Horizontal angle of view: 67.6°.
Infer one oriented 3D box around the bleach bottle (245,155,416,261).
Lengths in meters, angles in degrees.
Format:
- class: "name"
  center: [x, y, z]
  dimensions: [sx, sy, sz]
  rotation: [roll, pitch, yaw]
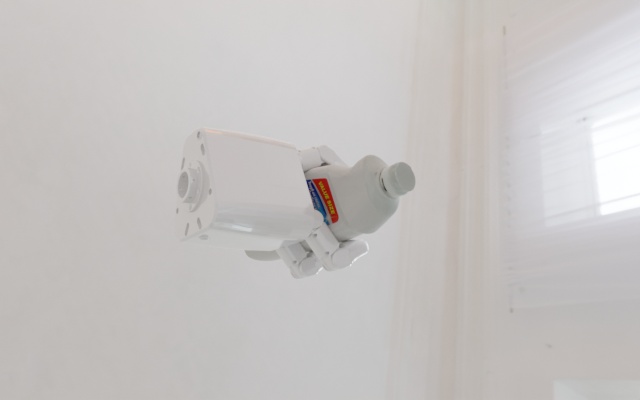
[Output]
- class: "bleach bottle"
  center: [0.000, 0.002, 0.538]
  dimensions: [0.068, 0.102, 0.251]
  rotation: [8, -20, -39]
